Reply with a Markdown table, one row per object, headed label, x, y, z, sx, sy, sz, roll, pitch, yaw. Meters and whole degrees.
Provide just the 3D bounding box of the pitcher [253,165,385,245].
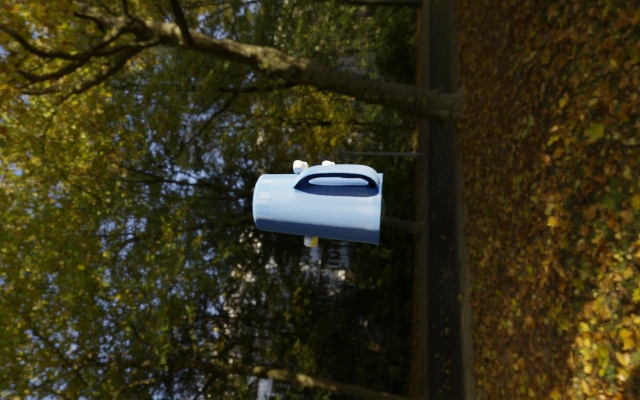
| label | x | y | z | sx | sy | sz | roll | pitch | yaw |
| --- | --- | --- | --- | --- | --- | --- | --- | --- | --- |
| pitcher | 0.000 | 0.003 | 0.900 | 0.243 | 0.149 | 0.145 | 3 | 6 | 7 |
